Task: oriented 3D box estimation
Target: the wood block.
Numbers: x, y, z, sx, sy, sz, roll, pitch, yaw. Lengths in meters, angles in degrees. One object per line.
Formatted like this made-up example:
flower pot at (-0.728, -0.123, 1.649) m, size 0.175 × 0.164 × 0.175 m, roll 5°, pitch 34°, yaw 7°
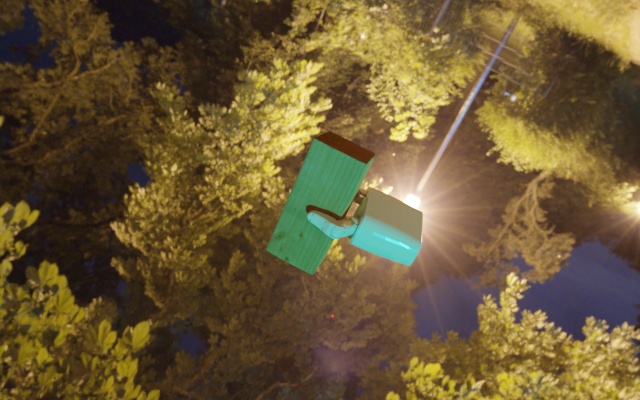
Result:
wood block at (0.000, 0.003, 0.777) m, size 0.090 × 0.206 × 0.090 m, roll 28°, pitch 21°, yaw 8°
